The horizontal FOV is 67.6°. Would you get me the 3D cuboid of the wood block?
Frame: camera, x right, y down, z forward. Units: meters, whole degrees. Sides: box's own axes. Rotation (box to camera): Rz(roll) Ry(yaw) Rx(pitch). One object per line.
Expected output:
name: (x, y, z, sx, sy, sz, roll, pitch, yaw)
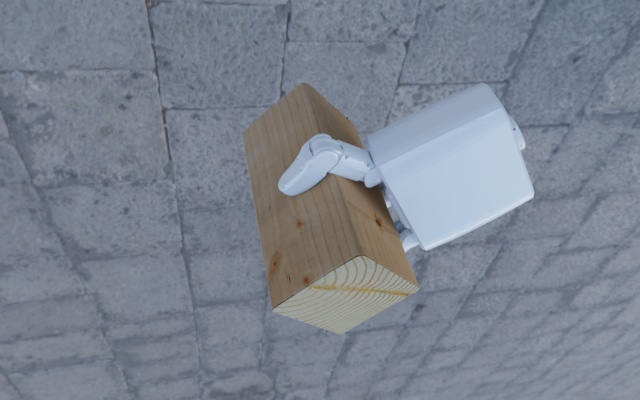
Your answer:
wood block: (0.000, 0.001, 0.440, 0.090, 0.206, 0.091, -35, -43, 22)
